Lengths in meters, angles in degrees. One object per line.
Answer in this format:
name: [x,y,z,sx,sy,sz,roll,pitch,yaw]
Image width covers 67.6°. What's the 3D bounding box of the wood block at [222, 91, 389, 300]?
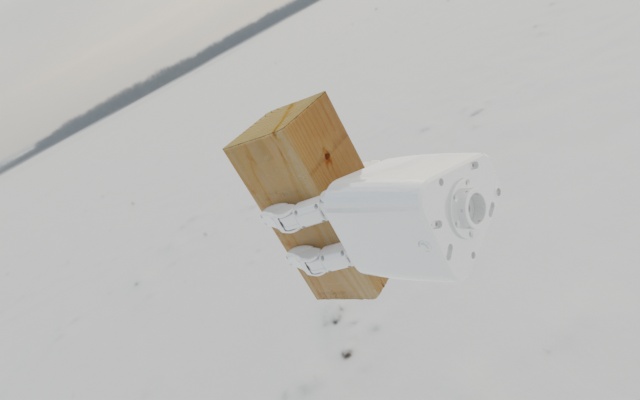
wood block: [0.000,0.001,0.521,0.090,0.206,0.090,-10,28,40]
